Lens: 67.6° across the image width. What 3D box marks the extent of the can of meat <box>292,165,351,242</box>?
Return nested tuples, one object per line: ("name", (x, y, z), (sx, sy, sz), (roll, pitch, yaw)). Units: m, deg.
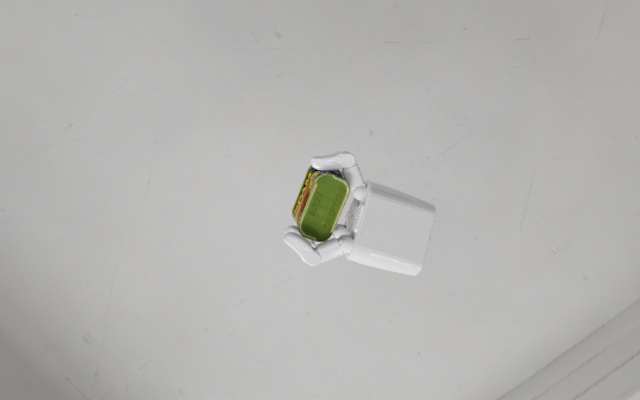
("can of meat", (0.000, 0.002, 0.688), (0.057, 0.102, 0.084), (20, 10, -11))
